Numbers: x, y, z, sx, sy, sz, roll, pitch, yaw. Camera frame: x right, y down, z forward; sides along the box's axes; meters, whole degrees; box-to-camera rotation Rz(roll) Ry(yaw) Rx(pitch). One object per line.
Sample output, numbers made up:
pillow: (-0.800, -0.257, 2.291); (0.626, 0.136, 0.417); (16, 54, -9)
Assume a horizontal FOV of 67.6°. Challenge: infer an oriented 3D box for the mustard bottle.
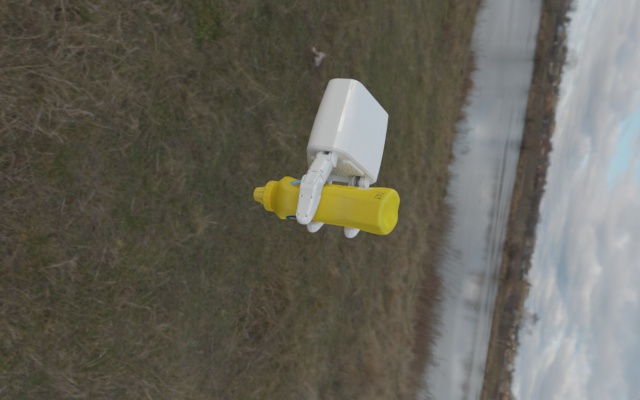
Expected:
mustard bottle: (0.000, 0.002, 0.622); (0.191, 0.058, 0.096); (8, 6, 21)
